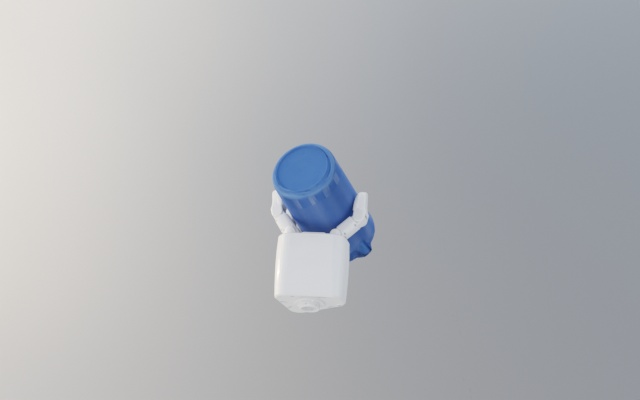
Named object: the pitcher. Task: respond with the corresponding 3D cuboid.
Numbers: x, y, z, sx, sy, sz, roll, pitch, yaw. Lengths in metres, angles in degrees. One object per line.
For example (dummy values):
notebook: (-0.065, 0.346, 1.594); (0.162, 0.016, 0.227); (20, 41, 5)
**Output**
pitcher: (0.000, 0.003, 0.857); (0.149, 0.145, 0.243); (-6, -31, 17)
